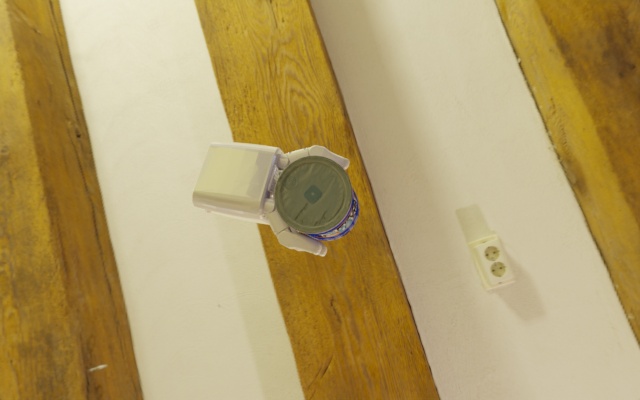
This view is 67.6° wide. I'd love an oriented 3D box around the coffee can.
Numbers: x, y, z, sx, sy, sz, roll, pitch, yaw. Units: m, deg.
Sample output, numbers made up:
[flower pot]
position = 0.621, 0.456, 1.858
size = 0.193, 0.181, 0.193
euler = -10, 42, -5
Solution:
[coffee can]
position = 0.000, 0.002, 0.682
size = 0.103, 0.103, 0.140
euler = 0, -9, 9
